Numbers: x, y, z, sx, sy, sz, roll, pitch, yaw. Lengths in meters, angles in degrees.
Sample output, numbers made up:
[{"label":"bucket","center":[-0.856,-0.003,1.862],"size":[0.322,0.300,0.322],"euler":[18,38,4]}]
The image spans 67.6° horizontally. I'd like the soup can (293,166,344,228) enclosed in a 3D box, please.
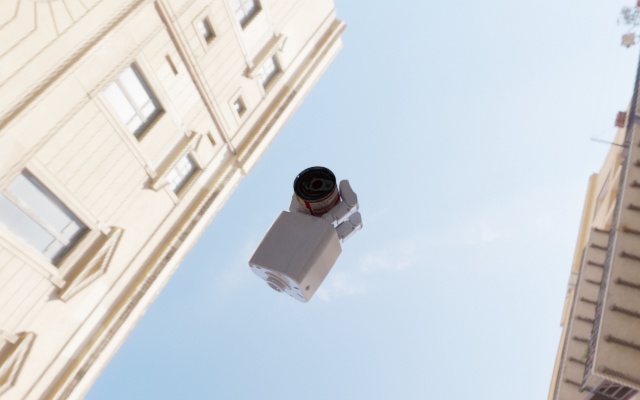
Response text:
[{"label":"soup can","center":[0.000,0.002,0.770],"size":[0.068,0.068,0.102],"euler":[0,-36,13]}]
